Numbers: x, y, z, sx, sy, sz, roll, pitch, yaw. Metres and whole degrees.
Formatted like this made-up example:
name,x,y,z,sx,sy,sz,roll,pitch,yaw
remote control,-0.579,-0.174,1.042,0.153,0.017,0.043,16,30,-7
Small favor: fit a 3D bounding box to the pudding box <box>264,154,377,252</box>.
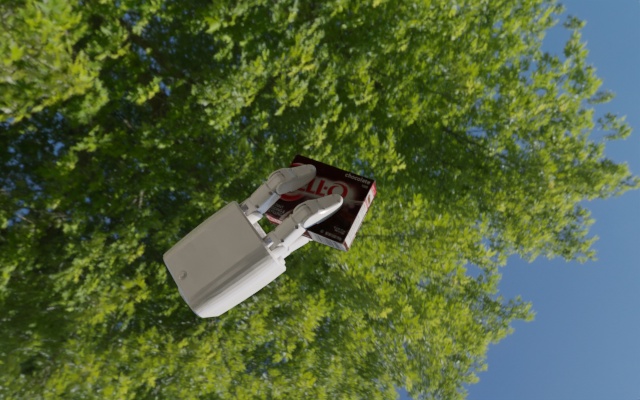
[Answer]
name,x,y,z,sx,sy,sz,roll,pitch,yaw
pudding box,0.000,0.002,0.584,0.113,0.090,0.039,21,-20,20
